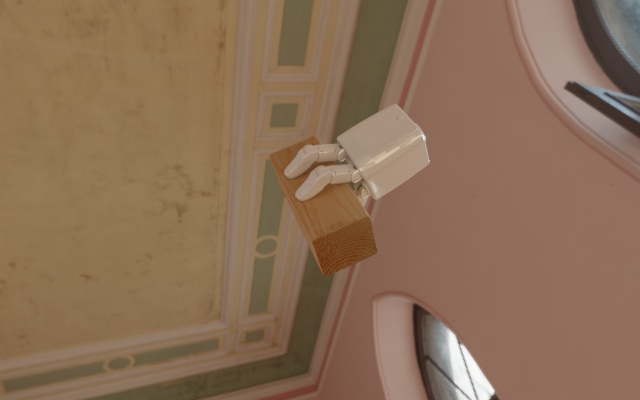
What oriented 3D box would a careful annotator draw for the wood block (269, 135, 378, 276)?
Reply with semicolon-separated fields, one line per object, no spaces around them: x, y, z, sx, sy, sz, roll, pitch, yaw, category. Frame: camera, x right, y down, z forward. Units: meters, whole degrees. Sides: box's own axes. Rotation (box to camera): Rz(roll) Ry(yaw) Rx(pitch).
0.001;0.002;0.745;0.090;0.091;0.206;-24;46;-6;wood block
